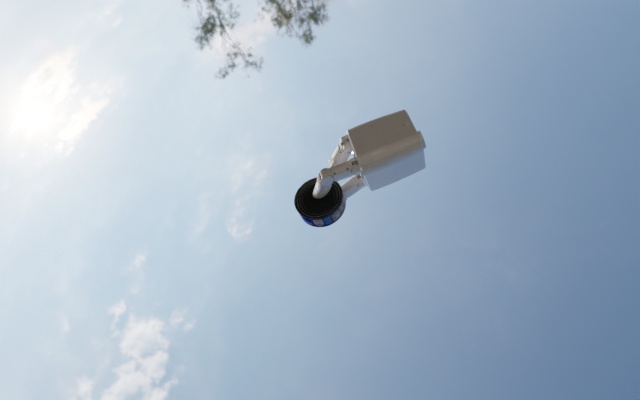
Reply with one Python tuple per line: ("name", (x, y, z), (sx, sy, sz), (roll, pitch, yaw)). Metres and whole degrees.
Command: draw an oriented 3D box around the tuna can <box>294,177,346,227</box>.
("tuna can", (0.000, 0.003, 0.825), (0.086, 0.086, 0.034), (0, -32, 18))
